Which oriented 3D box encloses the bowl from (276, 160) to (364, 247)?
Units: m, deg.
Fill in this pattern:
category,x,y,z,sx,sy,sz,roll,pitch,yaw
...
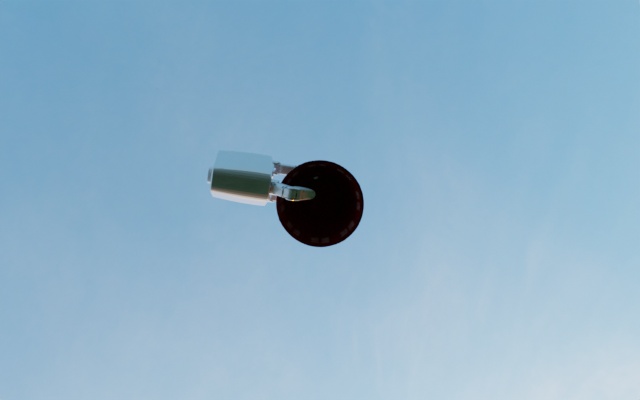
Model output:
category,x,y,z,sx,sy,sz,roll,pitch,yaw
bowl,0.001,0.003,0.894,0.162,0.162,0.055,0,10,4
